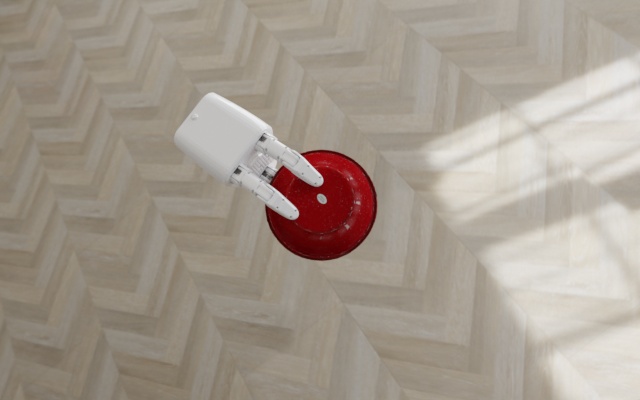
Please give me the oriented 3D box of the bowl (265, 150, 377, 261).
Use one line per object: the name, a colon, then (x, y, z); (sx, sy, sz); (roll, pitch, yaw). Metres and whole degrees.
bowl: (0.001, 0.003, 0.660); (0.162, 0.162, 0.055); (0, -8, 1)
